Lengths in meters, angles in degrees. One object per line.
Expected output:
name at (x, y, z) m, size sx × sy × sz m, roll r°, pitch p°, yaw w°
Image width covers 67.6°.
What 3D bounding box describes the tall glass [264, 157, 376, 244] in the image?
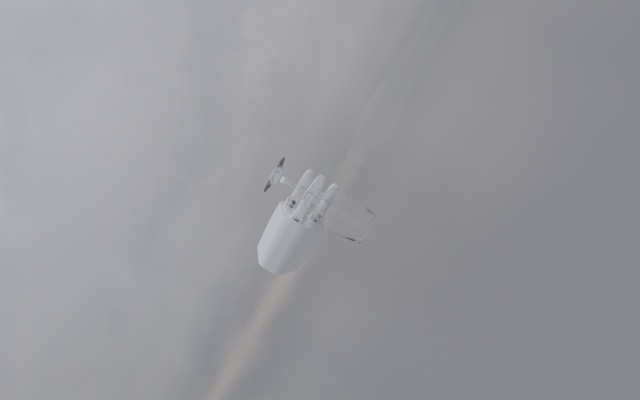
tall glass at (0.000, 0.002, 0.879) m, size 0.201 × 0.079 × 0.079 m, roll 30°, pitch 0°, yaw 1°
